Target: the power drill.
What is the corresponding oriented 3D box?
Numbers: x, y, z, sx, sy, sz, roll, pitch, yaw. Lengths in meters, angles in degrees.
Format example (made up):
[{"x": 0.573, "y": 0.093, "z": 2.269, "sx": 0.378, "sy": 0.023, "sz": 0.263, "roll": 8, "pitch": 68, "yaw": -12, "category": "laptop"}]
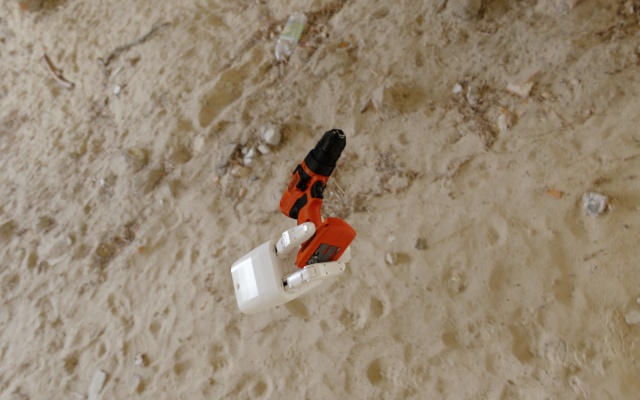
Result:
[{"x": 0.000, "y": 0.003, "z": 0.744, "sx": 0.057, "sy": 0.184, "sz": 0.187, "roll": 15, "pitch": 37, "yaw": -25, "category": "power drill"}]
